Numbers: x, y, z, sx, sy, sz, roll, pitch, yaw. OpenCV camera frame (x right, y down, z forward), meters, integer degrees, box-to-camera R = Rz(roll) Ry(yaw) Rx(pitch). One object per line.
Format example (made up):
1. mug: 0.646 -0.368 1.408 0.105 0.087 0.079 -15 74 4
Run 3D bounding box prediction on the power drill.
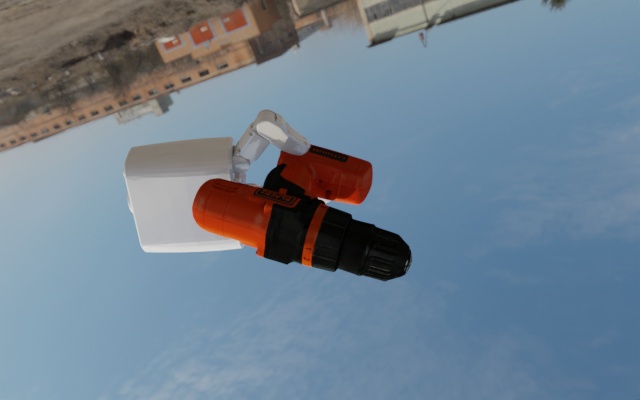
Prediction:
1. power drill: 0.000 0.001 0.452 0.184 0.057 0.187 17 21 8
